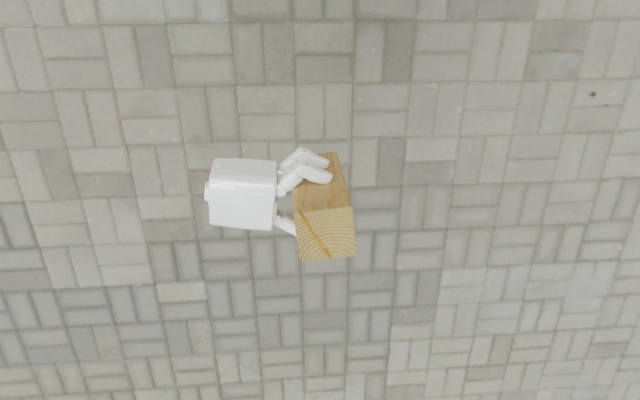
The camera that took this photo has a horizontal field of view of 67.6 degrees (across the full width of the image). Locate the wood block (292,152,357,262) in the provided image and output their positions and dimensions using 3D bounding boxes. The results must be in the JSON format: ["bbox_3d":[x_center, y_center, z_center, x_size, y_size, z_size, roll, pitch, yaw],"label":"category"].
[{"bbox_3d":[0.000,0.003,0.802,0.090,0.091,0.206,-7,29,-1],"label":"wood block"}]
